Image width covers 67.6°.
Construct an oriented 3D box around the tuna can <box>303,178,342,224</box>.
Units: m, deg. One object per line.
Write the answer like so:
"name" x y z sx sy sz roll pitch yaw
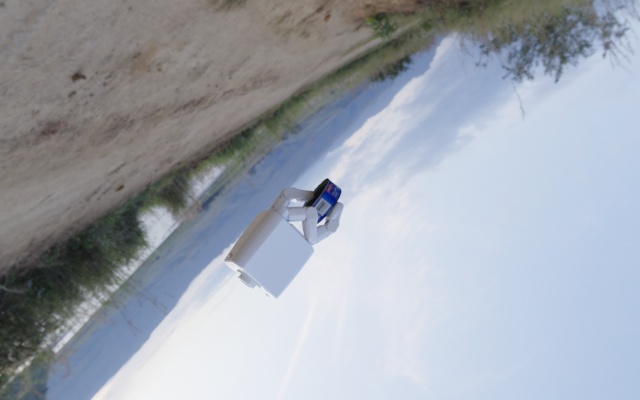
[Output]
"tuna can" 0.001 0.003 0.865 0.034 0.086 0.086 38 -8 -11
